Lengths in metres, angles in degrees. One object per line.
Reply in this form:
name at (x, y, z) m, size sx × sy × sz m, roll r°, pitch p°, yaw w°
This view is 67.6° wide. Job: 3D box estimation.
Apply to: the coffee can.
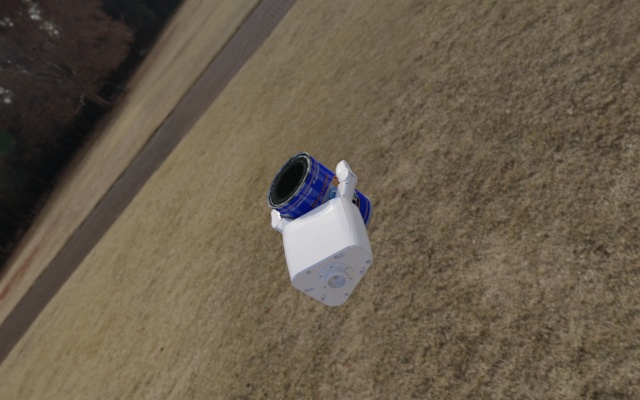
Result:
coffee can at (0.000, 0.002, 0.768) m, size 0.140 × 0.102 × 0.103 m, roll 35°, pitch -18°, yaw -29°
